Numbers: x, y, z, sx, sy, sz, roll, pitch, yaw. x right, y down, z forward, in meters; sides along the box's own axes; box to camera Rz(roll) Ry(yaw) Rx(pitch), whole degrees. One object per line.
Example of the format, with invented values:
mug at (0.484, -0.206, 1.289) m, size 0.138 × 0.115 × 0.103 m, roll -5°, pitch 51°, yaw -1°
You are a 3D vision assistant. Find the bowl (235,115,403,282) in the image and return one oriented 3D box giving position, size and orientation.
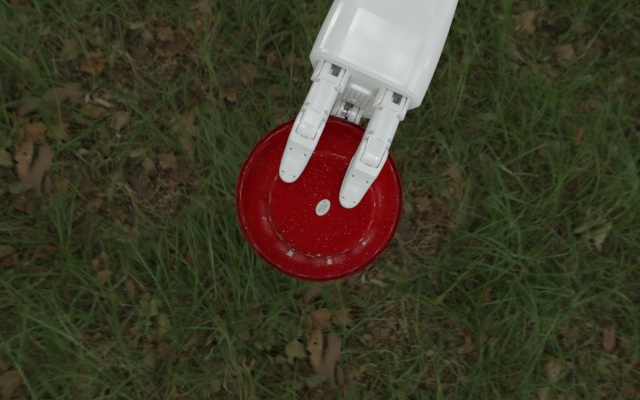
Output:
bowl at (0.000, 0.003, 0.434) m, size 0.162 × 0.162 × 0.055 m, roll 0°, pitch 5°, yaw -2°
